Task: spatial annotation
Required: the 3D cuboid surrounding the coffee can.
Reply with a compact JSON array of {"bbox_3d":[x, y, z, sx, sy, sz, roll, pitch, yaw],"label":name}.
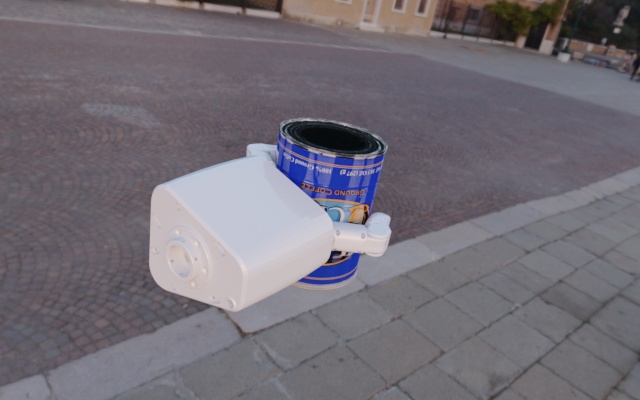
[{"bbox_3d":[0.000,0.002,0.470,0.103,0.140,0.102,9,25,-4],"label":"coffee can"}]
